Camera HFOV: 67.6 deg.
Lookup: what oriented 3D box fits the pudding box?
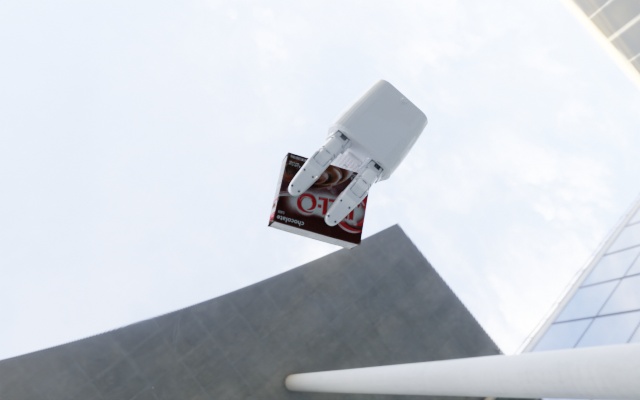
[{"bbox_3d":[0.000,0.002,0.582,0.113,0.090,0.039,15,-21,-12],"label":"pudding box"}]
